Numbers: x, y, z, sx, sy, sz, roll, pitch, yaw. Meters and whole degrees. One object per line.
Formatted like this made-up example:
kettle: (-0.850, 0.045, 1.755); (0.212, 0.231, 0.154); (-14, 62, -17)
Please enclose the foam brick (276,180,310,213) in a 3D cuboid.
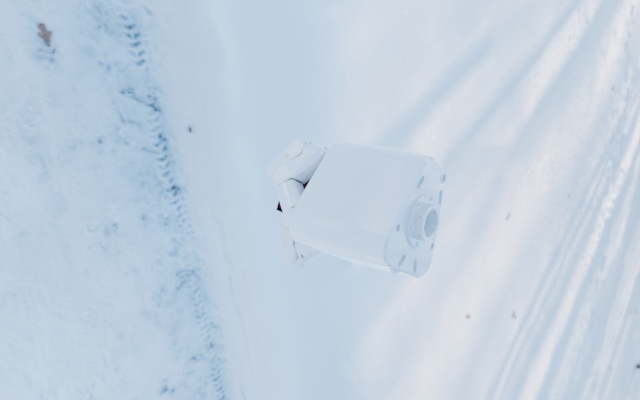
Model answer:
foam brick: (0.000, 0.002, 0.527); (0.051, 0.053, 0.078); (13, -8, 39)
